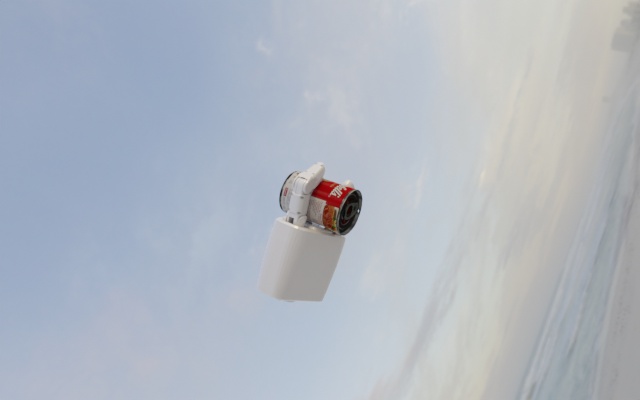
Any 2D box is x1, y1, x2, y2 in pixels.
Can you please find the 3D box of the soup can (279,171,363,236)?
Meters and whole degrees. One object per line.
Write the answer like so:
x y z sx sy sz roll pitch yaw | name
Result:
0.000 0.002 0.689 0.102 0.068 0.068 20 9 27 | soup can
